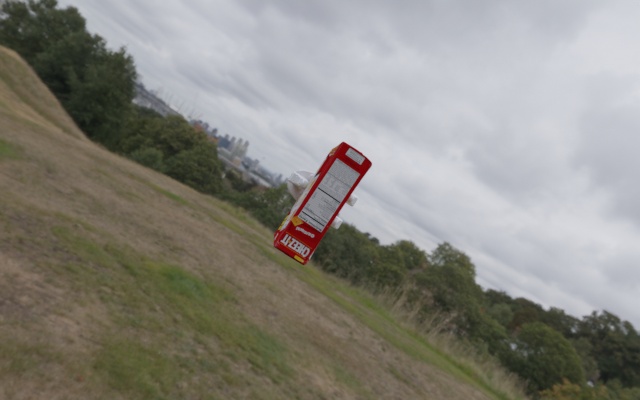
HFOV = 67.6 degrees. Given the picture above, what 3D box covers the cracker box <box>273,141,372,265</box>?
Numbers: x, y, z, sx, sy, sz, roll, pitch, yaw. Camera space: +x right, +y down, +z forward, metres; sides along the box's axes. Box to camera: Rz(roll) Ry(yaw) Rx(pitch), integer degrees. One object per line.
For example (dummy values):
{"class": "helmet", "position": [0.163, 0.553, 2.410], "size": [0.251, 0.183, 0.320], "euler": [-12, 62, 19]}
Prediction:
{"class": "cracker box", "position": [0.000, 0.003, 0.873], "size": [0.072, 0.213, 0.164], "euler": [33, -1, -5]}
